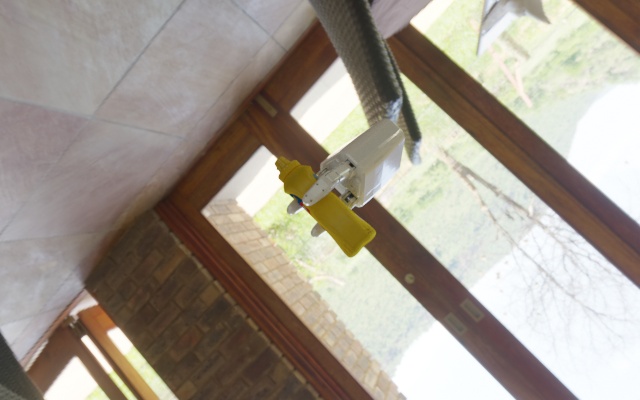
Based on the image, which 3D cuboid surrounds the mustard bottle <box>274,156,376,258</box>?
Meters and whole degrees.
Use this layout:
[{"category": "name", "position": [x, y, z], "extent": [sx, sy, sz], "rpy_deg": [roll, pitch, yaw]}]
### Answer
[{"category": "mustard bottle", "position": [0.000, 0.003, 0.738], "extent": [0.191, 0.058, 0.096], "rpy_deg": [45, 1, 9]}]
